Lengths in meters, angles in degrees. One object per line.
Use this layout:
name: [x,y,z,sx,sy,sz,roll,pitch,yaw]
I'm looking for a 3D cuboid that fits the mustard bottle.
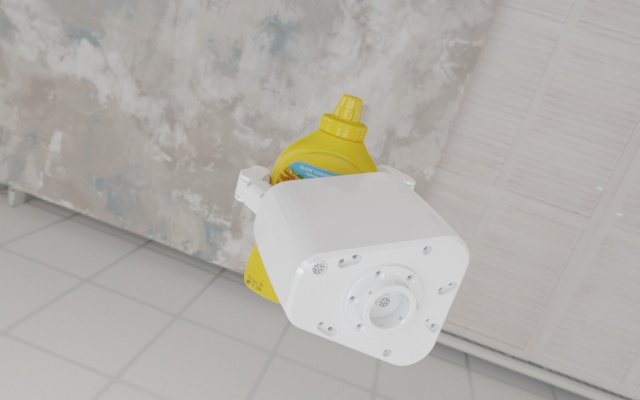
mustard bottle: [0.000,0.002,0.424,0.096,0.192,0.058,18,17,2]
